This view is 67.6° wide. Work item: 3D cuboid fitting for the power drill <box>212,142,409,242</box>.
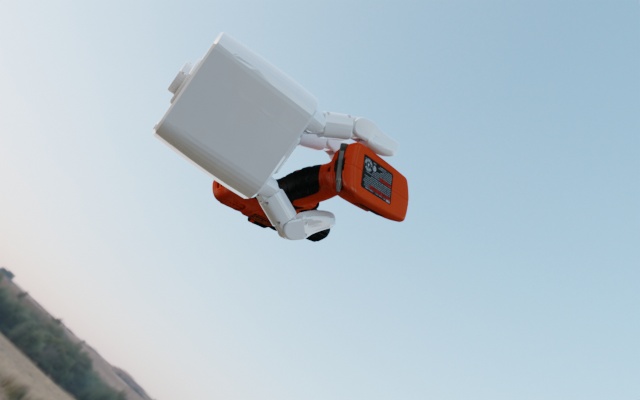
[{"bbox_3d":[0.000,0.002,0.538,0.187,0.057,0.184,-12,-26,38],"label":"power drill"}]
